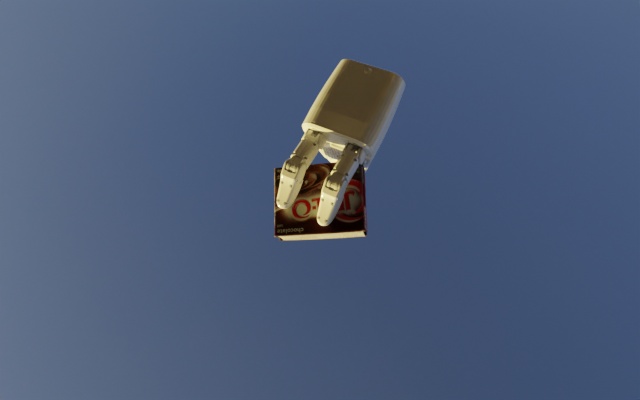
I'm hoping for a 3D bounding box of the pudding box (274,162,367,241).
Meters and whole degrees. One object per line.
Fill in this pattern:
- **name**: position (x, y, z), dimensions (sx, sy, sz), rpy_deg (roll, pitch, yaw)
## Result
- **pudding box**: position (0.000, 0.002, 0.594), dimensions (0.113, 0.090, 0.039), rpy_deg (-5, -18, 11)
